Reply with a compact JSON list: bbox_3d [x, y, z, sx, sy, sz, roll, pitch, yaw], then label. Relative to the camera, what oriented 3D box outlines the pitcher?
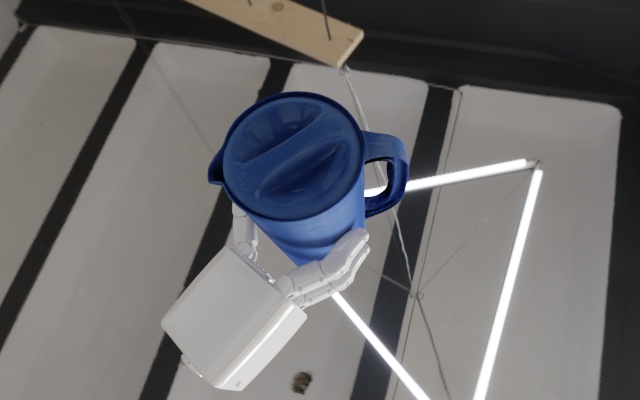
[{"bbox_3d":[0.000,0.002,0.526,0.149,0.145,0.243,34,-14,21],"label":"pitcher"}]
